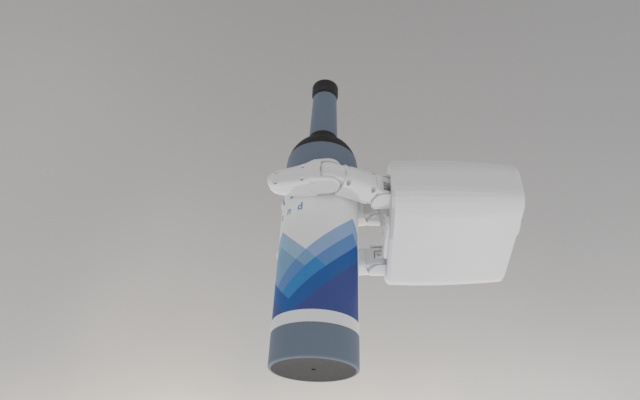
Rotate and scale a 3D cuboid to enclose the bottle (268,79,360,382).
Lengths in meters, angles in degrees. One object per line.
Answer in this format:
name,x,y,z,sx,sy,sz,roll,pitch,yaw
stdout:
bottle,0.000,0.002,0.426,0.069,0.295,0.069,2,-35,1
